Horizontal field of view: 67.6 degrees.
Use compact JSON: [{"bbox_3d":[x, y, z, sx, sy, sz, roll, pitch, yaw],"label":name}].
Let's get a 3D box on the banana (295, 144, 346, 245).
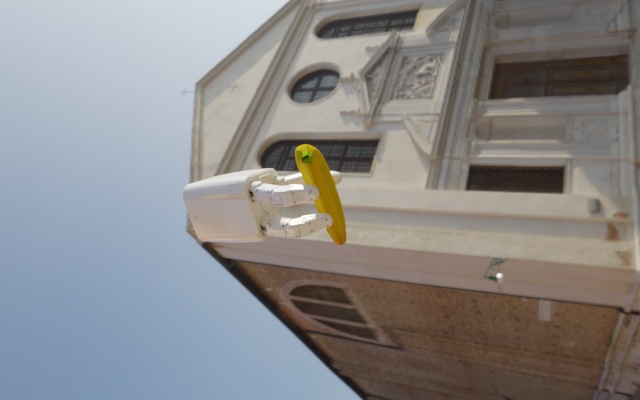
[{"bbox_3d":[-0.001,-0.015,0.663,0.037,0.069,0.198,-10,-40,14],"label":"banana"}]
